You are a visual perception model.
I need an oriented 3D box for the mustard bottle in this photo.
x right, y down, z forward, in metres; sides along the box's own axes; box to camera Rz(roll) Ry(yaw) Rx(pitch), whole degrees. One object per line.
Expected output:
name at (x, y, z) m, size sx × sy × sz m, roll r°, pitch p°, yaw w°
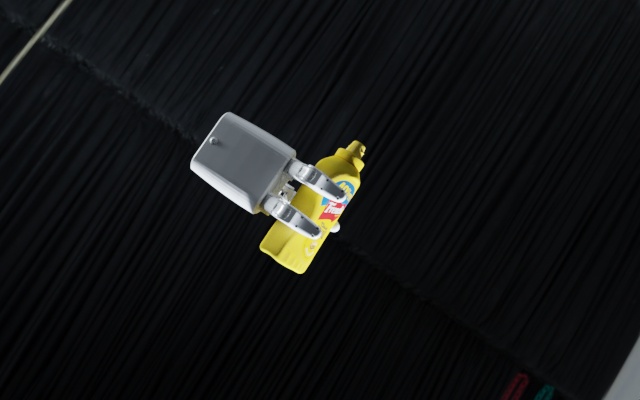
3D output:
mustard bottle at (0.000, 0.002, 0.640) m, size 0.058 × 0.191 × 0.096 m, roll 31°, pitch -6°, yaw 27°
